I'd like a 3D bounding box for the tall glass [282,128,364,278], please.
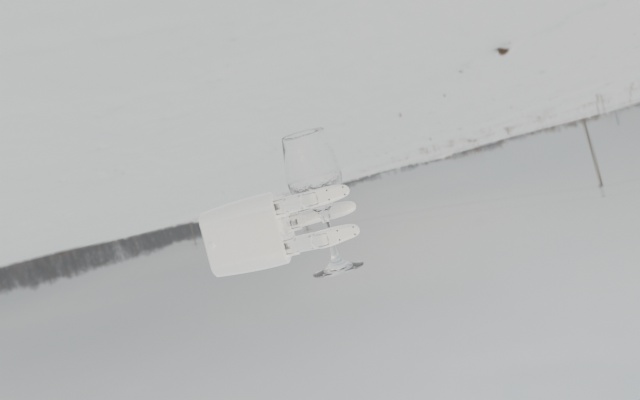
[{"bbox_3d":[0.000,0.003,0.674,0.079,0.201,0.079,-14,1,0],"label":"tall glass"}]
